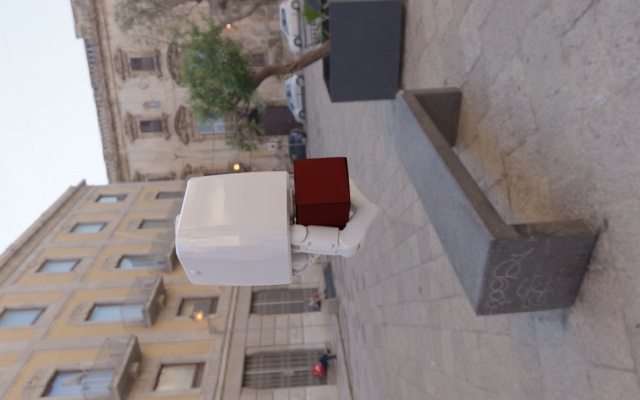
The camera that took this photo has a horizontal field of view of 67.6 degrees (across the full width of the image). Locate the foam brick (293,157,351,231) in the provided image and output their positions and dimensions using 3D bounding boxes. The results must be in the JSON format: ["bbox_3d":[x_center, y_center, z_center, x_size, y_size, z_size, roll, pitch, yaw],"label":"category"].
[{"bbox_3d":[0.000,0.001,0.467,0.051,0.053,0.078,-2,-33,-3],"label":"foam brick"}]
